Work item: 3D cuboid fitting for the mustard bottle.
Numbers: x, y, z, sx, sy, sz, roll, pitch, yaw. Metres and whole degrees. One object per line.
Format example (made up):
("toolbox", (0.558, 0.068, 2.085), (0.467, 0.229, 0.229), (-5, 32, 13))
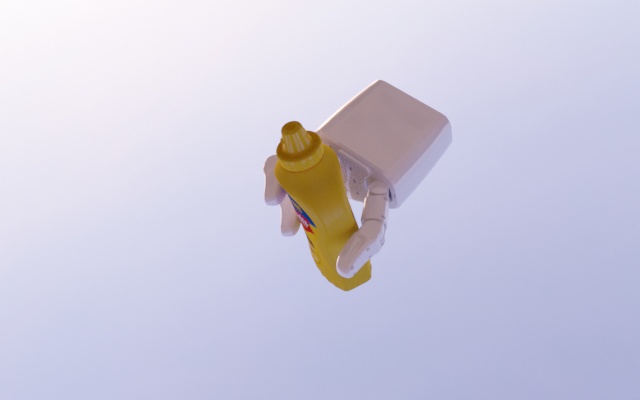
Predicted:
("mustard bottle", (0.000, 0.002, 0.462), (0.058, 0.192, 0.096), (-26, 46, -5))
